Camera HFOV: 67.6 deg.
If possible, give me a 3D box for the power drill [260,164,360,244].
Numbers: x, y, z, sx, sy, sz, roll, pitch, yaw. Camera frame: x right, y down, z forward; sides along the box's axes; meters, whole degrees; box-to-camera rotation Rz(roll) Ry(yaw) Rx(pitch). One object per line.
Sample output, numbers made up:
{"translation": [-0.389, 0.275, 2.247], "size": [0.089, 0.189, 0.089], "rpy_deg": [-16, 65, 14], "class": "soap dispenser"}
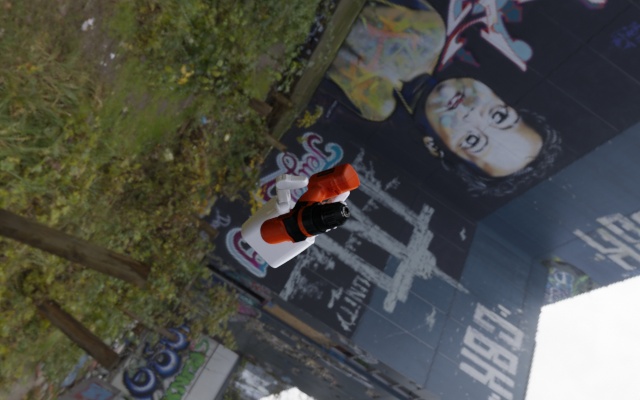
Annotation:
{"translation": [0.000, 0.003, 0.854], "size": [0.184, 0.057, 0.187], "rpy_deg": [-15, 21, 36], "class": "power drill"}
